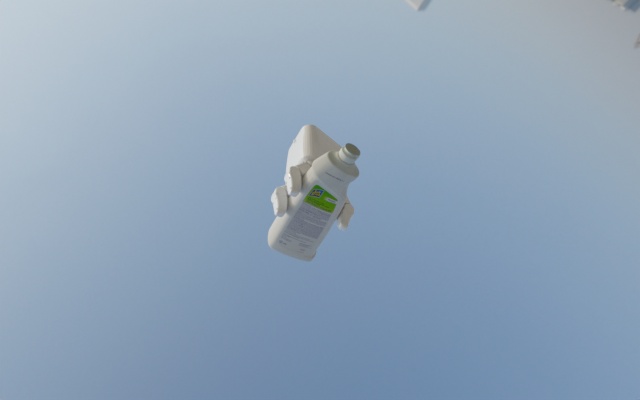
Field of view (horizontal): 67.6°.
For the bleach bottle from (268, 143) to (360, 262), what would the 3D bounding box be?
[{"bbox_3d":[0.000,0.003,0.836,0.102,0.068,0.251,21,-51,-19],"label":"bleach bottle"}]
